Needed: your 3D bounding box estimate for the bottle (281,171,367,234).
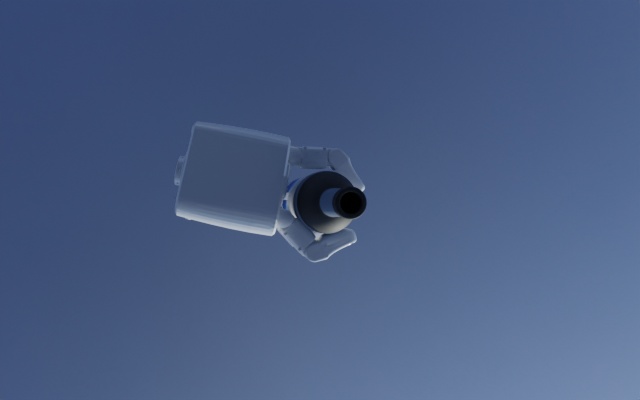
[{"bbox_3d":[0.000,0.002,0.539,0.069,0.069,0.295,0,0,-10],"label":"bottle"}]
